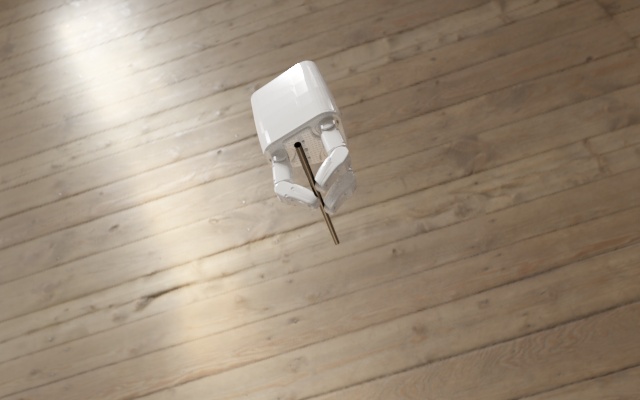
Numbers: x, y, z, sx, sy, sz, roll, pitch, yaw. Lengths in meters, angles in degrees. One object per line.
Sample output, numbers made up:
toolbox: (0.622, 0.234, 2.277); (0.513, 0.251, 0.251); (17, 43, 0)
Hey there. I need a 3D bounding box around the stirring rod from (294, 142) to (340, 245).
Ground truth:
stirring rod: (0.000, 0.002, 0.592); (0.011, 0.011, 0.240); (0, -29, 13)
